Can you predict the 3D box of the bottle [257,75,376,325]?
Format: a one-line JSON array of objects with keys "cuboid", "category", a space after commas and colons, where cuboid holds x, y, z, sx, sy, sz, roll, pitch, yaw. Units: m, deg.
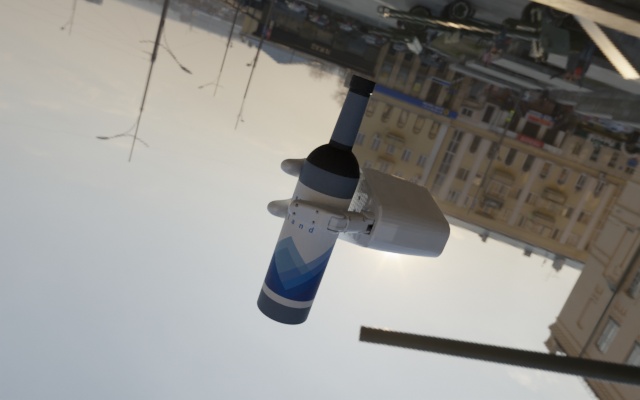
[{"cuboid": [0.000, 0.002, 0.556, 0.069, 0.296, 0.069, 18, 15, -5], "category": "bottle"}]
